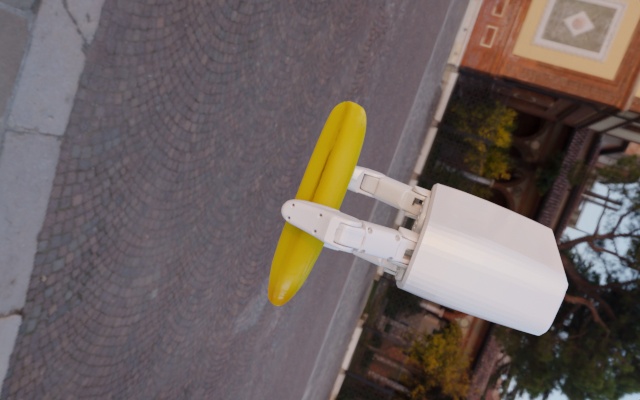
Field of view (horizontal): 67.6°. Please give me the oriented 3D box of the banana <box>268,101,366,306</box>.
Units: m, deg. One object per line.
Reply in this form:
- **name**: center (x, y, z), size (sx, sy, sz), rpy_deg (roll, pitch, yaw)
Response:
- **banana**: center (0.002, -0.007, 0.397), size (0.037, 0.197, 0.070), rpy_deg (20, -15, 4)
